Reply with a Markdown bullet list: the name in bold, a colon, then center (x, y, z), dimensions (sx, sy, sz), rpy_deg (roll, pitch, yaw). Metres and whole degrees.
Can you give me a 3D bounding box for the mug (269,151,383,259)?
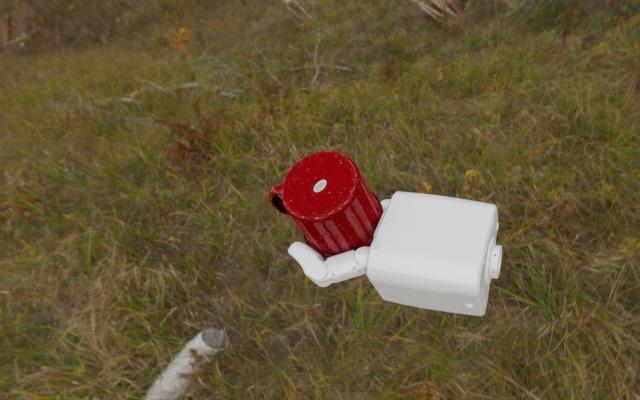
- **mug**: center (-0.001, 0.001, 0.496), dimensions (0.117, 0.093, 0.081), rpy_deg (7, -27, 25)
